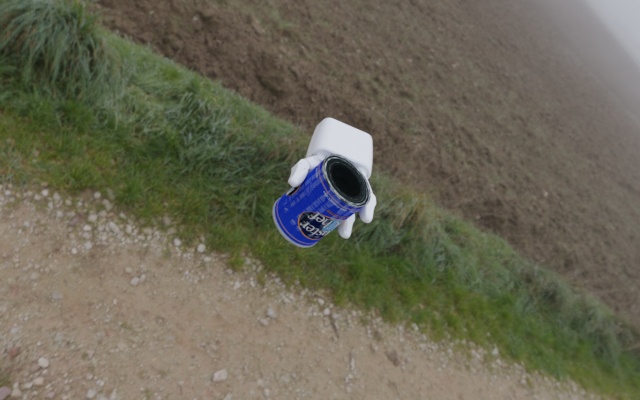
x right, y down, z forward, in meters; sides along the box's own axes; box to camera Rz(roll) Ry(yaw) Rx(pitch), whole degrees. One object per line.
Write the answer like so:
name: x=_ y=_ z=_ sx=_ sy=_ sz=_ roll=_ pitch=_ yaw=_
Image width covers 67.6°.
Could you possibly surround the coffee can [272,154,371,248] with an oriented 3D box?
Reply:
coffee can: x=0.000 y=0.003 z=0.806 sx=0.103 sy=0.102 sz=0.140 roll=0 pitch=-31 yaw=-47
